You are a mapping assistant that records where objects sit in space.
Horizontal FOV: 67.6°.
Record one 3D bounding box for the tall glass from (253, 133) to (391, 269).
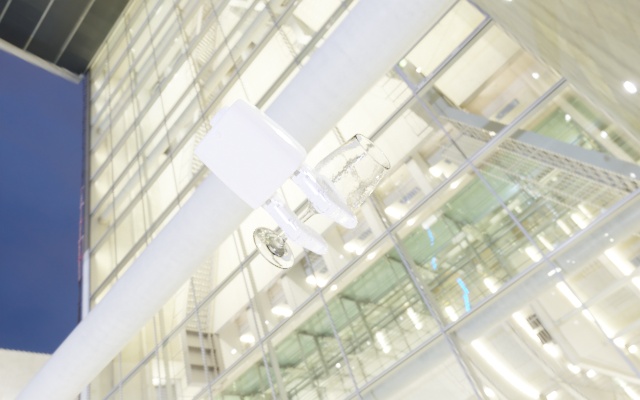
[{"bbox_3d":[0.000,0.003,0.633,0.201,0.079,0.079,-44,-20,22],"label":"tall glass"}]
